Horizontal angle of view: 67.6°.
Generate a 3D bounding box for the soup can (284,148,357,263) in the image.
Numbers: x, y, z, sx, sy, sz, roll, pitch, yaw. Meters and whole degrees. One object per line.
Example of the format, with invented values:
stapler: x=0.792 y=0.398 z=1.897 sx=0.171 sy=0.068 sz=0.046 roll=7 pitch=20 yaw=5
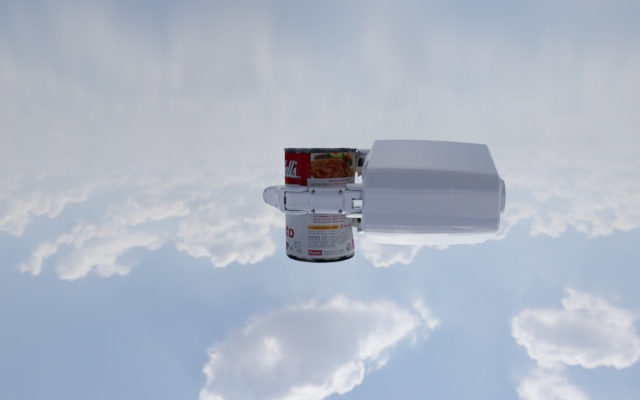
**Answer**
soup can: x=0.000 y=0.002 z=0.450 sx=0.068 sy=0.102 sz=0.068 roll=0 pitch=7 yaw=0
